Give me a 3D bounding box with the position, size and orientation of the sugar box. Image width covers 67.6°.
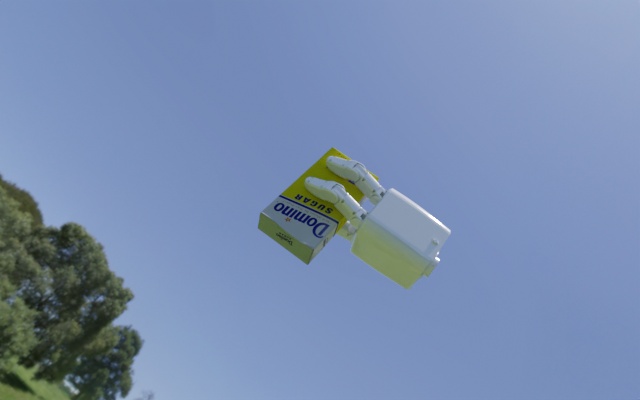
[{"bbox_3d":[0.000,0.002,0.697,0.093,0.048,0.176,34,51,13],"label":"sugar box"}]
